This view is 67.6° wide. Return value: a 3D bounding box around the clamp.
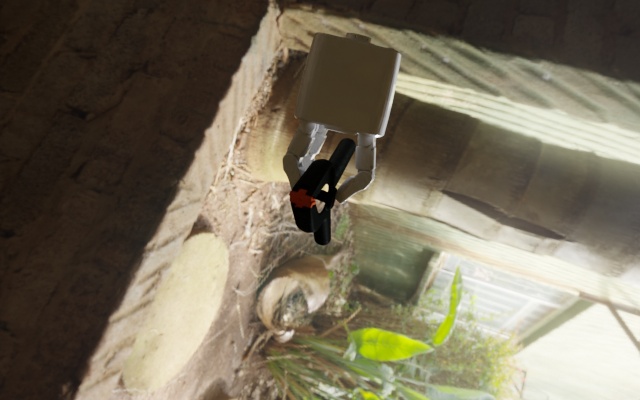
[{"bbox_3d":[0.001,0.002,0.634,0.036,0.164,0.210,15,14,12],"label":"clamp"}]
